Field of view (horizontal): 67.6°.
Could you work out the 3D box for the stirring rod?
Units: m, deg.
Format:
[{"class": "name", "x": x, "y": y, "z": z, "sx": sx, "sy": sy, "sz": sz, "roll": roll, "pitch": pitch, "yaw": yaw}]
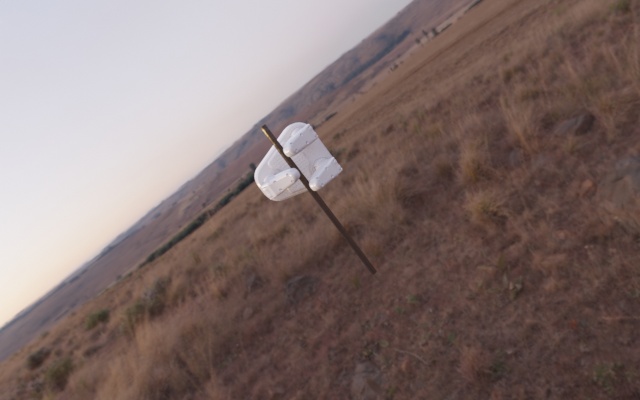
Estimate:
[{"class": "stirring rod", "x": 0.000, "y": 0.002, "z": 0.613, "sx": 0.011, "sy": 0.239, "sz": 0.011, "roll": -36, "pitch": 11, "yaw": 8}]
